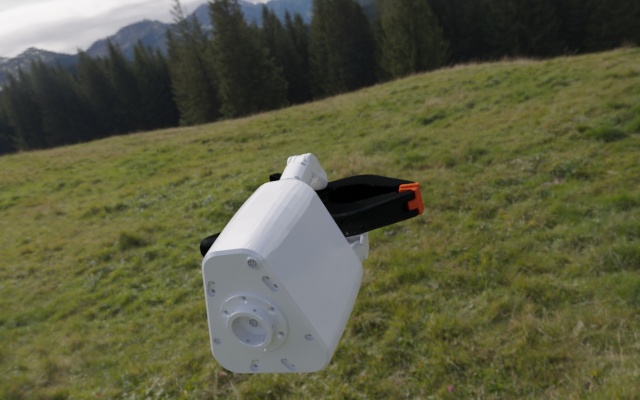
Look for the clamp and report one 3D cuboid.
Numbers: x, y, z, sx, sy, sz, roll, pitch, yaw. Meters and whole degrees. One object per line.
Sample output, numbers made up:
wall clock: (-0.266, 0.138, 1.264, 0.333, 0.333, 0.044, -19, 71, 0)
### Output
clamp: (0.000, 0.001, 0.489, 0.210, 0.036, 0.164, -8, 26, 20)
